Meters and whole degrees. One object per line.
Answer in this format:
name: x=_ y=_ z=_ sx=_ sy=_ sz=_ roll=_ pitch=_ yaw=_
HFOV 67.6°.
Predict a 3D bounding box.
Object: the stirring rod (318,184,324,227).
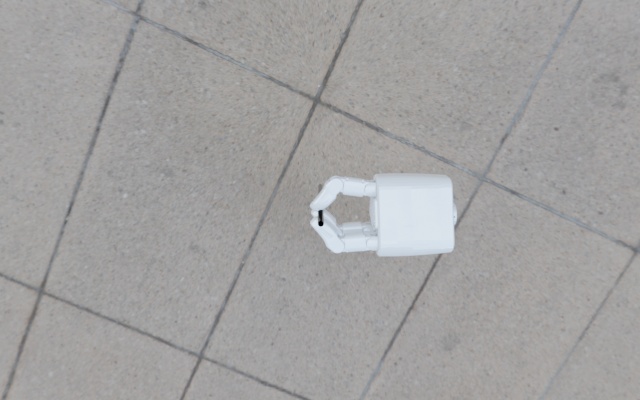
stirring rod: x=0.000 y=0.002 z=0.738 sx=0.011 sy=0.011 sz=0.239 roll=0 pitch=13 yaw=0
